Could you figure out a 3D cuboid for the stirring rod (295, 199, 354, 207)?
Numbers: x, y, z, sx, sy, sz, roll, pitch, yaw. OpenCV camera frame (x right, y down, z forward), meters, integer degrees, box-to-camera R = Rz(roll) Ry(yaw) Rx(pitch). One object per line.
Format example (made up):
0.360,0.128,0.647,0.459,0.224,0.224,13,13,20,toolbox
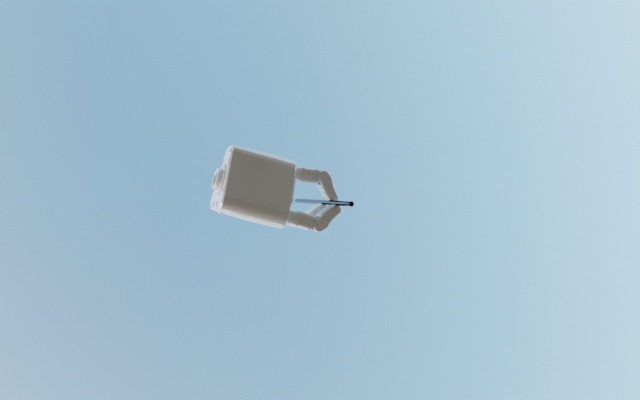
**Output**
0.000,0.003,0.828,0.011,0.011,0.239,0,1,-23,stirring rod
